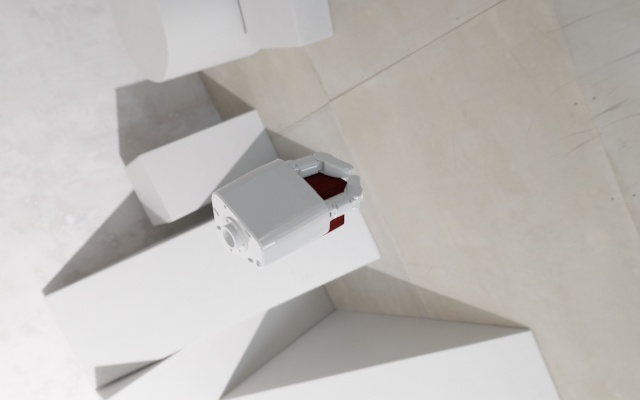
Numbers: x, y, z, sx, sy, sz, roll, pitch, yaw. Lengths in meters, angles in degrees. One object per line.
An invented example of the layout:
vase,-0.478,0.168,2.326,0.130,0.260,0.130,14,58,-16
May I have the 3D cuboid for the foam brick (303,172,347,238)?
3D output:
foam brick,0.000,0.002,0.670,0.051,0.078,0.053,-29,47,-32
